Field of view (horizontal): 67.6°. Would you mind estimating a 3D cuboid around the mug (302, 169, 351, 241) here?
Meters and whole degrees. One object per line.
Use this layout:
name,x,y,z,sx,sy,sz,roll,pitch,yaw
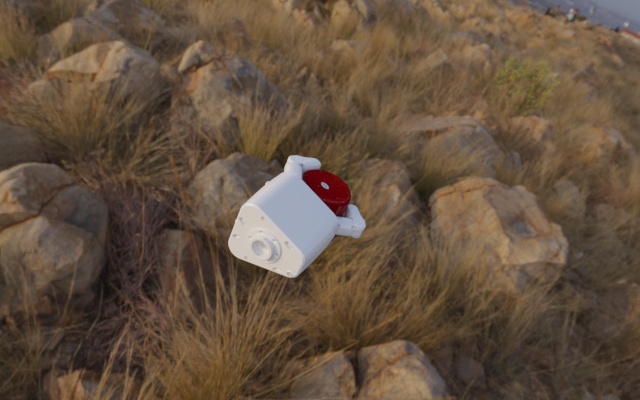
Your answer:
mug,0.001,0.002,0.736,0.093,0.081,0.117,33,34,9
